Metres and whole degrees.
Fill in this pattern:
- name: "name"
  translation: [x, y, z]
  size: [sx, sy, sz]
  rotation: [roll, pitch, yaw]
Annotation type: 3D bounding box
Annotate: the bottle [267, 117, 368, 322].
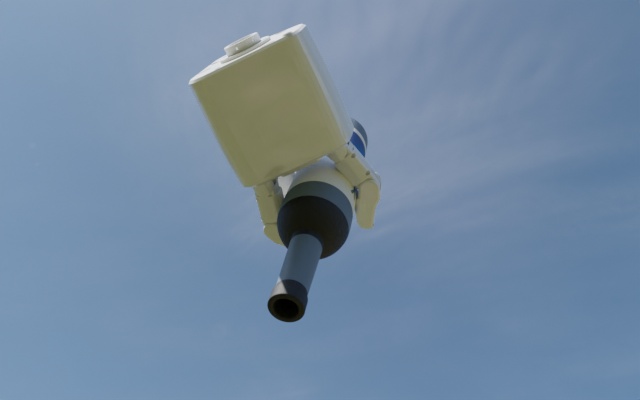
- name: "bottle"
  translation: [0.000, 0.001, 0.460]
  size: [0.069, 0.069, 0.295]
  rotation: [0, 31, 11]
